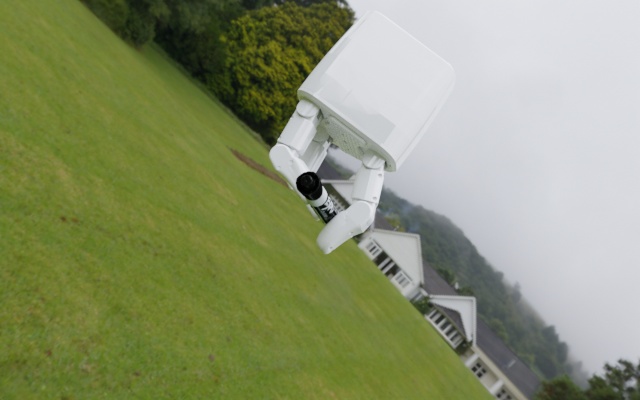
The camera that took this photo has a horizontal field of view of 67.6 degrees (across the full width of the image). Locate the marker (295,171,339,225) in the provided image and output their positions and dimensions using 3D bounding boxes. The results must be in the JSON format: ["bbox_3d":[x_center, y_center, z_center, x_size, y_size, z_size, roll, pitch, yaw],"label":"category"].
[{"bbox_3d":[0.000,0.001,0.404,0.020,0.020,0.121,0,-15,10],"label":"marker"}]
